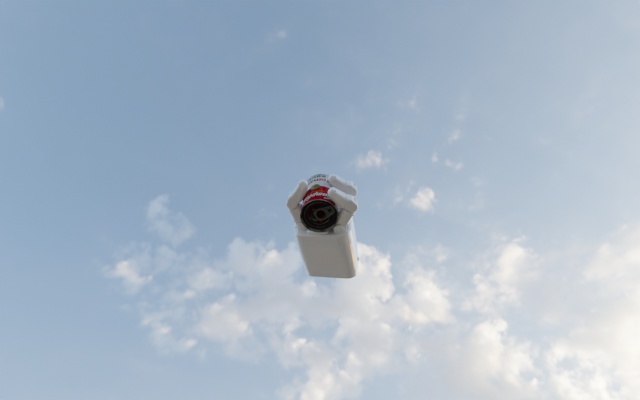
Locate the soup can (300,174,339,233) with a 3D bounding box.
[{"bbox_3d":[0.000,0.002,0.879,0.068,0.068,0.102,0,30,3],"label":"soup can"}]
